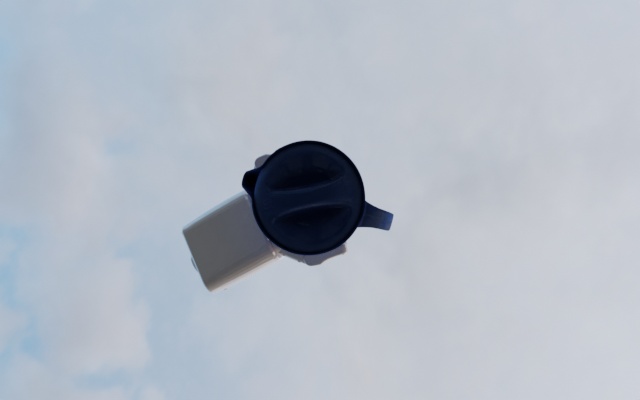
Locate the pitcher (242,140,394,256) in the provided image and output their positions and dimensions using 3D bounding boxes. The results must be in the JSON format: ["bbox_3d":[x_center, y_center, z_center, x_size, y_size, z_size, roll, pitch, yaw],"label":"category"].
[{"bbox_3d":[0.000,0.002,0.663,0.145,0.149,0.243,-30,-2,2],"label":"pitcher"}]
